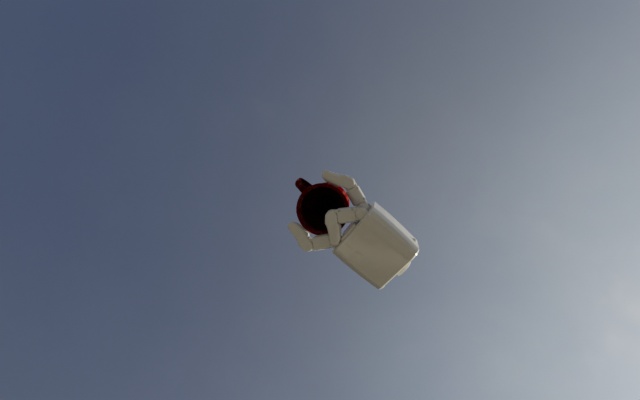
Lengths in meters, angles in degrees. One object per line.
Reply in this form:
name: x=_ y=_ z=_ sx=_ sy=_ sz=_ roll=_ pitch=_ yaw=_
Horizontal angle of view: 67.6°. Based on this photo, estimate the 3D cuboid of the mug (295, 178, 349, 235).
mug: x=-0.001 y=0.002 z=0.866 sx=0.117 sy=0.093 sz=0.081 roll=41 pitch=12 yaw=1
